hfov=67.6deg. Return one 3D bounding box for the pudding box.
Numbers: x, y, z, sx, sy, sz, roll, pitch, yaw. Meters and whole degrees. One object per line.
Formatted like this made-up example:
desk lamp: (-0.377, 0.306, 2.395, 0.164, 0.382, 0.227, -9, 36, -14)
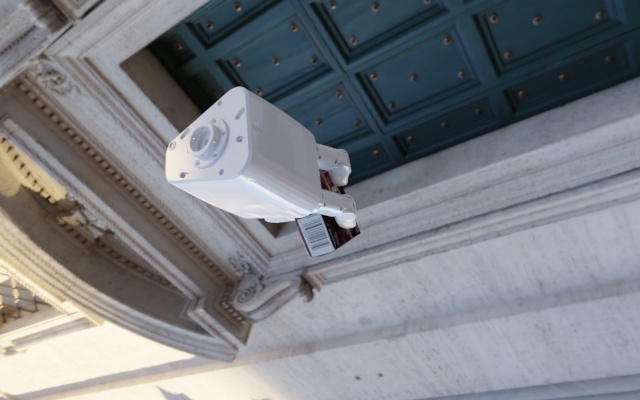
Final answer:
pudding box: (0.000, 0.002, 0.564, 0.039, 0.113, 0.090, -19, 1, 26)
